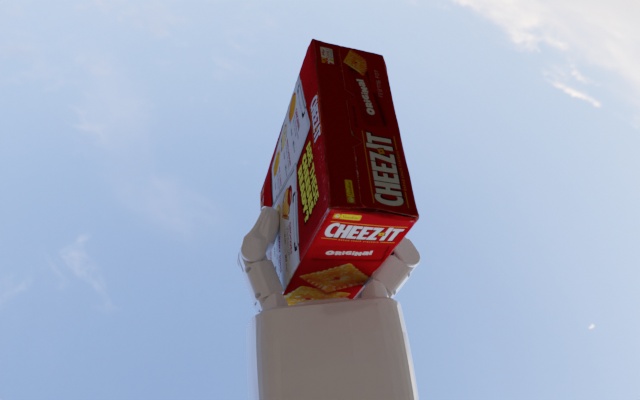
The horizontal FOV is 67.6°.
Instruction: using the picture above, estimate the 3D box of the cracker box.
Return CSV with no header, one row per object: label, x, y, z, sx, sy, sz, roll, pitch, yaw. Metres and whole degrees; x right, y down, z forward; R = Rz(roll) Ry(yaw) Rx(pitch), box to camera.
cracker box,0.000,0.001,0.419,0.072,0.164,0.214,6,-35,-17
